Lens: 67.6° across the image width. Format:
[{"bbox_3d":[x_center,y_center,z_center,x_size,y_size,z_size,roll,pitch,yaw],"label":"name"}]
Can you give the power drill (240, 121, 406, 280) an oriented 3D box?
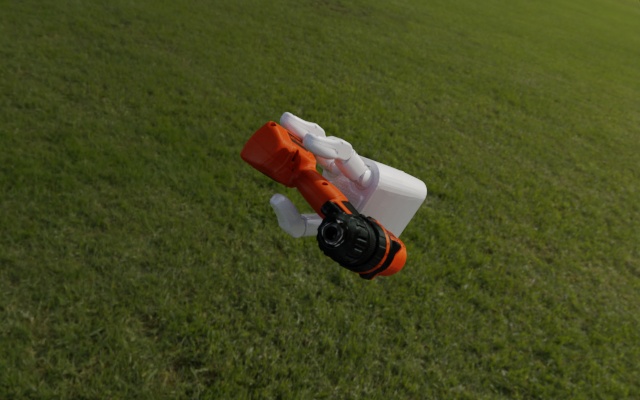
[{"bbox_3d":[0.000,0.001,0.487,0.187,0.057,0.184,47,6,25],"label":"power drill"}]
